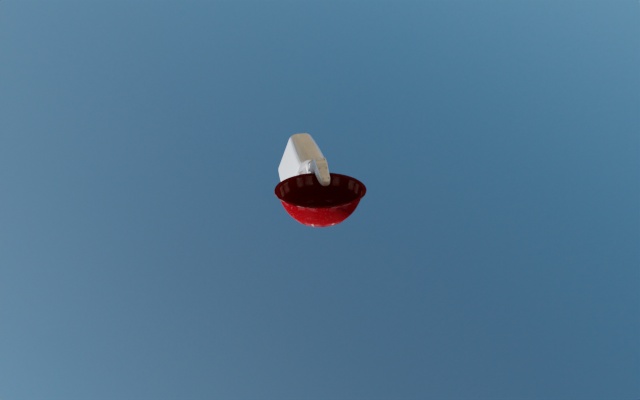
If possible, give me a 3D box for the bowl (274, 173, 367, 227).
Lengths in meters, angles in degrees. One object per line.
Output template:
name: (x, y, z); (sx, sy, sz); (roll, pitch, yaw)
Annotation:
bowl: (0.000, 0.004, 0.847); (0.162, 0.055, 0.162); (0, 23, 0)
